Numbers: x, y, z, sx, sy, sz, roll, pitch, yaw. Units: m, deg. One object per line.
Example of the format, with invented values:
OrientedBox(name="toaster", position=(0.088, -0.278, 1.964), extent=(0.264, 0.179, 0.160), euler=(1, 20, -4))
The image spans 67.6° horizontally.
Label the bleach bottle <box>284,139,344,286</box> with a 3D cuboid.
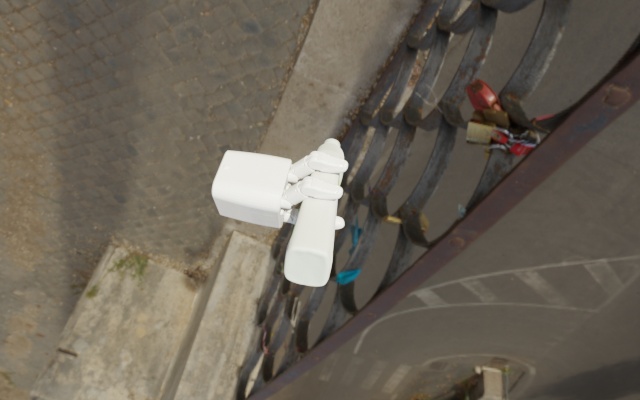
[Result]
OrientedBox(name="bleach bottle", position=(0.000, 0.002, 0.757), extent=(0.068, 0.250, 0.103), euler=(11, -40, 1))
